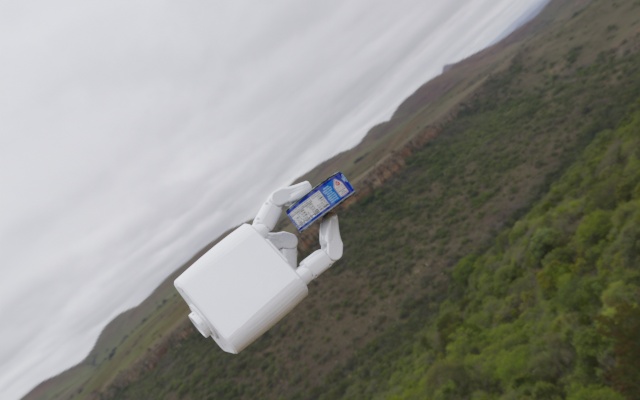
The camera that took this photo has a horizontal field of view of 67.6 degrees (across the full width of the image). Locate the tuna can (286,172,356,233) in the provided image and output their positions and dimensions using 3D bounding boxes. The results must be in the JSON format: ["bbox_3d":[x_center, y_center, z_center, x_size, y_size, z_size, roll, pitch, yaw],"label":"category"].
[{"bbox_3d":[0.000,0.001,0.587,0.086,0.034,0.086,-36,-2,-1],"label":"tuna can"}]
